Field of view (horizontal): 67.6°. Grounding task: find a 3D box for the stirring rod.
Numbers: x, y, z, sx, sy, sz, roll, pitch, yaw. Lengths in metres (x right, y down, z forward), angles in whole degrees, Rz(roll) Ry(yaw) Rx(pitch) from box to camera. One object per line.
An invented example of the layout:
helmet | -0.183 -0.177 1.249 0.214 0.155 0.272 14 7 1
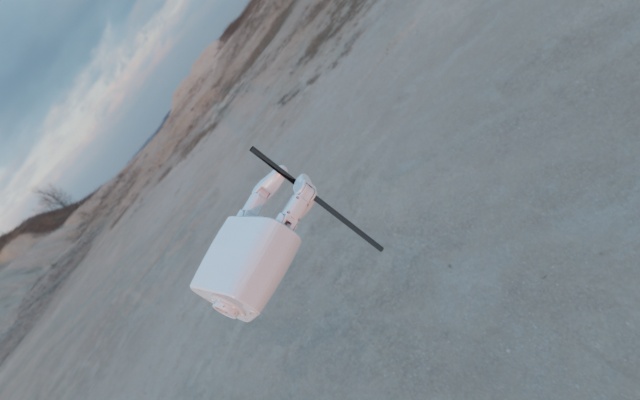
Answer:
stirring rod | 0.000 0.002 0.657 0.239 0.011 0.011 38 -15 -20
